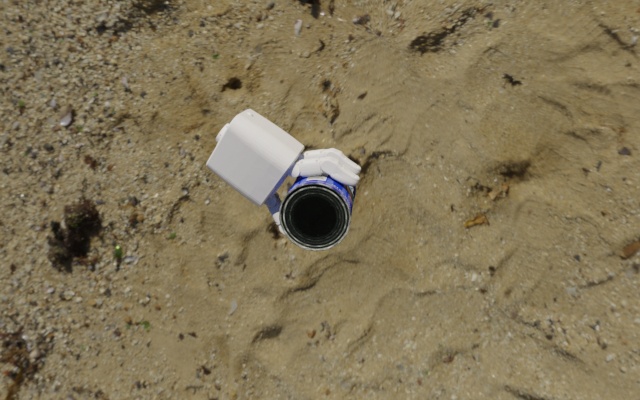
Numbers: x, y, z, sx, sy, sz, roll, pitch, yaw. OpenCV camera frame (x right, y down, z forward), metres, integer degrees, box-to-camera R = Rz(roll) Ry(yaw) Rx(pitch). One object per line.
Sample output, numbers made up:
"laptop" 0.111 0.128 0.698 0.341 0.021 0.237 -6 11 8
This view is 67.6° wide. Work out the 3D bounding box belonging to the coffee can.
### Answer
"coffee can" 0.000 0.003 0.733 0.103 0.103 0.140 0 19 7
